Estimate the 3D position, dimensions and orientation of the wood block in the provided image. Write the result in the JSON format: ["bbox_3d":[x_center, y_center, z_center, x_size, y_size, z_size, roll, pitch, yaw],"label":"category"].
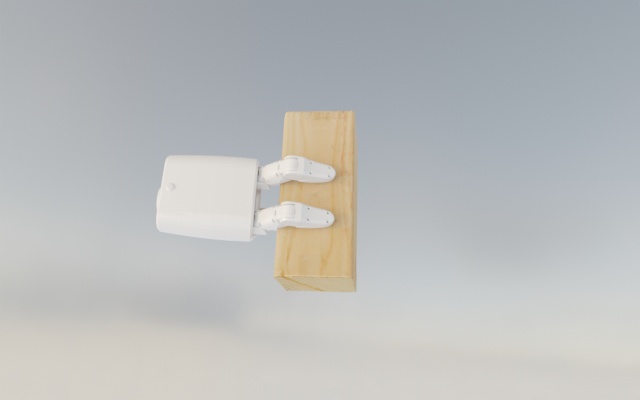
[{"bbox_3d":[0.000,0.002,0.589,0.090,0.206,0.091,0,-20,6],"label":"wood block"}]
